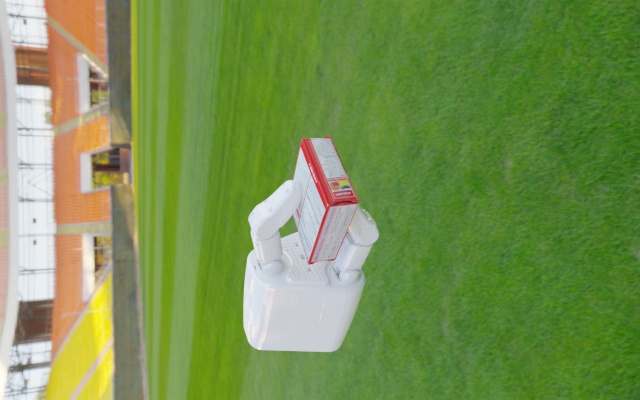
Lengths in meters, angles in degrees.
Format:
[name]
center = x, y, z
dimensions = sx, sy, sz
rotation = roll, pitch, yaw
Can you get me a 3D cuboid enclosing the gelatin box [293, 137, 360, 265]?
[gelatin box]
center = 0.000, 0.001, 0.414
dimensions = 0.030, 0.073, 0.089
rotation = -7, -37, -19
